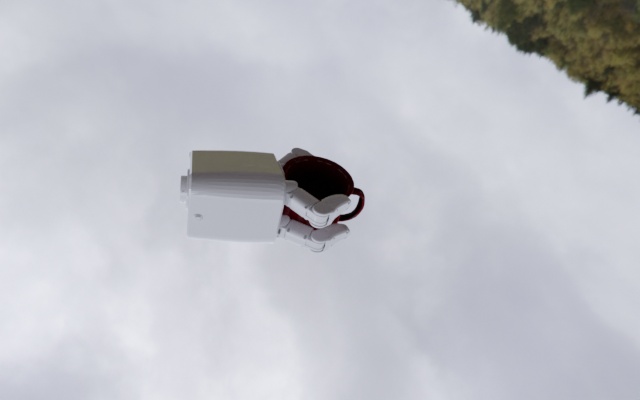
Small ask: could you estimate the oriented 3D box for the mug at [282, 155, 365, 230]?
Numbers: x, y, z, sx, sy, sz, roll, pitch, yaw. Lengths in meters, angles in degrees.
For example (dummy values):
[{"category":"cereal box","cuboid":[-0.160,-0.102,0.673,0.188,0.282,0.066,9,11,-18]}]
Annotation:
[{"category":"mug","cuboid":[0.001,0.002,0.624,0.117,0.082,0.093,3,41,-16]}]
